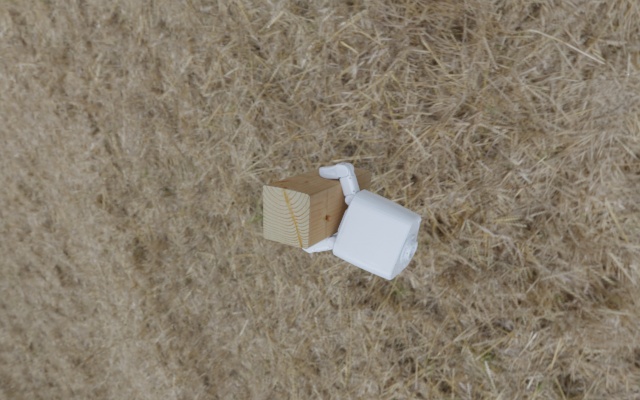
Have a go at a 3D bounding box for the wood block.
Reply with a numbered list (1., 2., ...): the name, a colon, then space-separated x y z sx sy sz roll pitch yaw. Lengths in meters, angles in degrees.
1. wood block: 0.000 0.002 0.820 0.090 0.091 0.206 12 19 30
